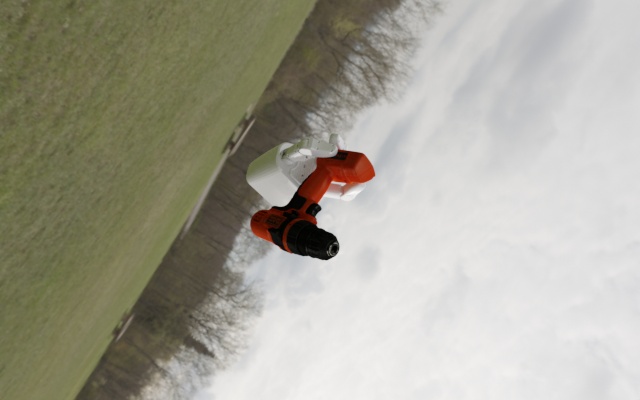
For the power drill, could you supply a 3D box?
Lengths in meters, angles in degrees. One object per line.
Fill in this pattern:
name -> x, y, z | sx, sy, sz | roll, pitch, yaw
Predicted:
power drill -> 0.000, 0.002, 0.726 | 0.184, 0.057, 0.187 | 15, 55, 46
